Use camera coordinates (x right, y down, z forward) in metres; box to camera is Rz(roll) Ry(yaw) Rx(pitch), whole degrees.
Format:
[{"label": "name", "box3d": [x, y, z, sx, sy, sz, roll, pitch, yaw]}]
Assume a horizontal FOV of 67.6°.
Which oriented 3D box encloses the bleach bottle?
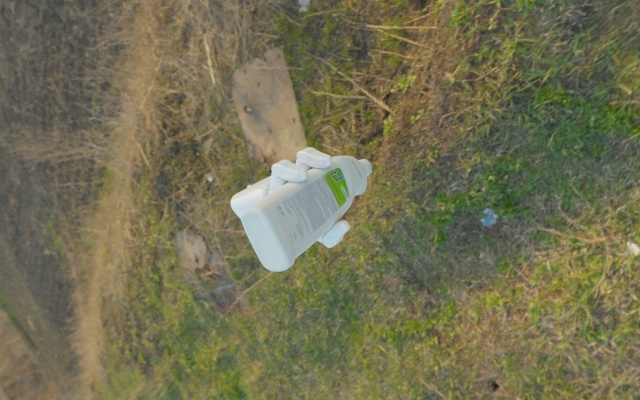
[{"label": "bleach bottle", "box3d": [0.000, 0.002, 0.733, 0.068, 0.102, 0.250, -15, 14, 48]}]
